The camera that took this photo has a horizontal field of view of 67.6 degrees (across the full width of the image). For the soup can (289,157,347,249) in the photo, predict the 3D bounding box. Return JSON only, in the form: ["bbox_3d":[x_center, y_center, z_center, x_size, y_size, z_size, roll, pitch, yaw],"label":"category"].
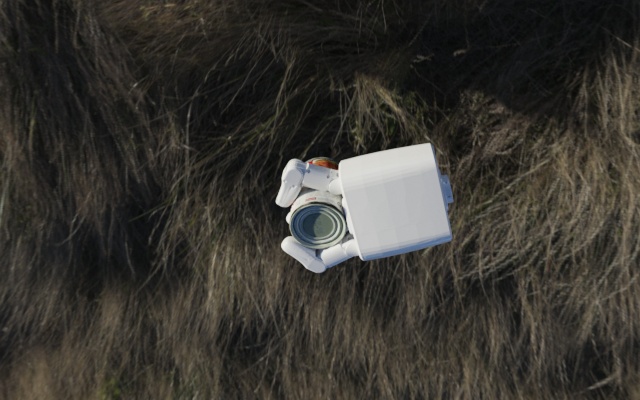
[{"bbox_3d":[0.000,0.002,0.578,0.068,0.068,0.102,0,35,4],"label":"soup can"}]
